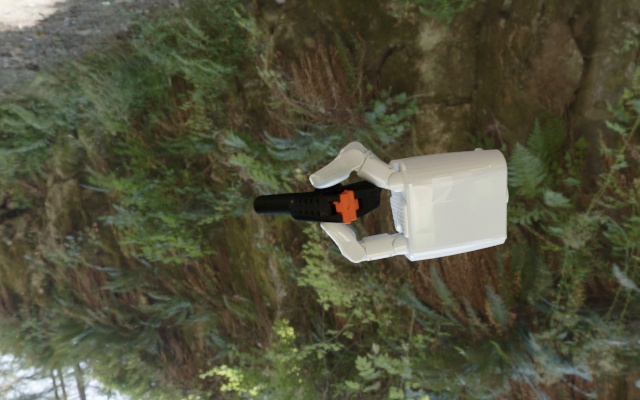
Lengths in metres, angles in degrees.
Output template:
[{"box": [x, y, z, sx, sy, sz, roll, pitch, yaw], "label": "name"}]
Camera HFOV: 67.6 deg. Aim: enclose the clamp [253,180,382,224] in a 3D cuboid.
[{"box": [0.000, 0.003, 0.524, 0.164, 0.036, 0.210, -9, 5, -1], "label": "clamp"}]
